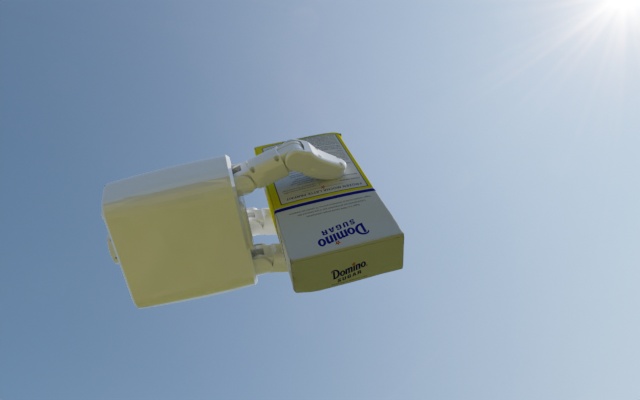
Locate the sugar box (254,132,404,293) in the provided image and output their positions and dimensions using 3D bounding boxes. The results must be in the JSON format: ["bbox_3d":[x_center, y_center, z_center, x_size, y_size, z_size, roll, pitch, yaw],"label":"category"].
[{"bbox_3d":[0.000,0.002,0.435,0.093,0.048,0.176,-12,40,-9],"label":"sugar box"}]
